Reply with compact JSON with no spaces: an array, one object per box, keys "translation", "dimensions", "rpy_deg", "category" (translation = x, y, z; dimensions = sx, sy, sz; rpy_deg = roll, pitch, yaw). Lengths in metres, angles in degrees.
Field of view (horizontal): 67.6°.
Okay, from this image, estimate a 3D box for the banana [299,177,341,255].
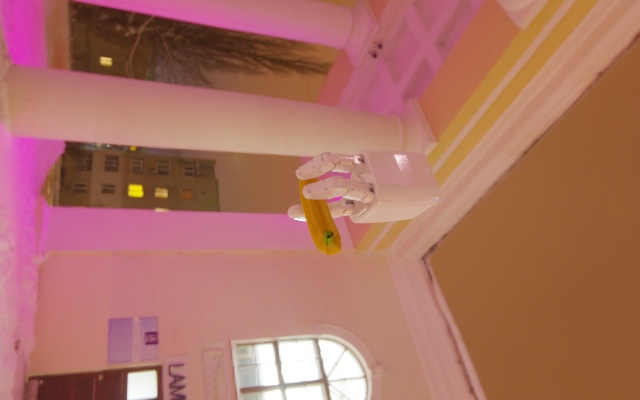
[{"translation":[0.000,0.020,0.682],"dimensions":[0.037,0.070,0.197],"rpy_deg":[-5,31,-12],"category":"banana"}]
